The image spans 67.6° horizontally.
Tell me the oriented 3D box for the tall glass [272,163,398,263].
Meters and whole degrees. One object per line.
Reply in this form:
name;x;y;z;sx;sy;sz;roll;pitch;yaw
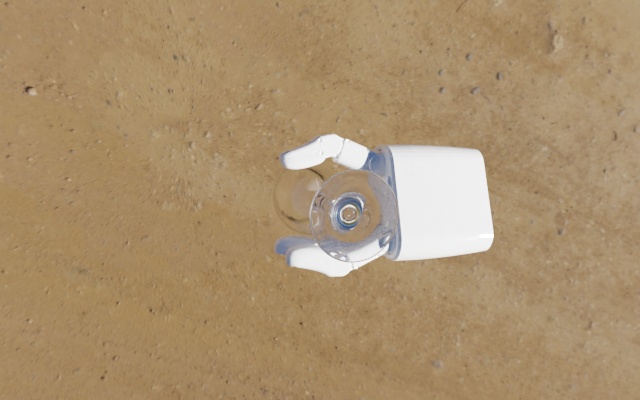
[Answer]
tall glass;0.000;0.002;0.469;0.079;0.079;0.201;0;6;-16
